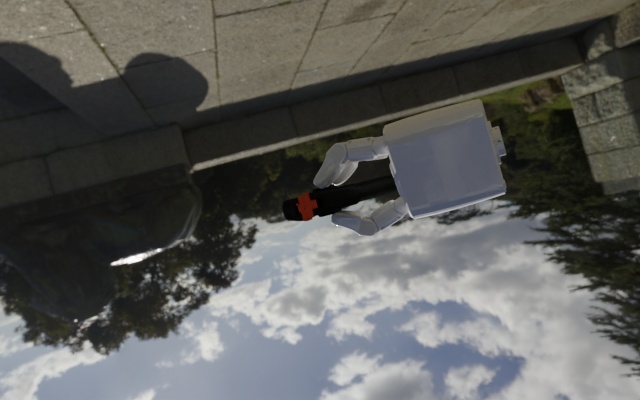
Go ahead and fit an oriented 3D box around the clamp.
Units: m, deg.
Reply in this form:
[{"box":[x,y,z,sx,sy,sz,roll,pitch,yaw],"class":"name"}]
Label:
[{"box":[0.000,0.003,0.599,0.164,0.036,0.210,-14,1,21],"class":"clamp"}]
